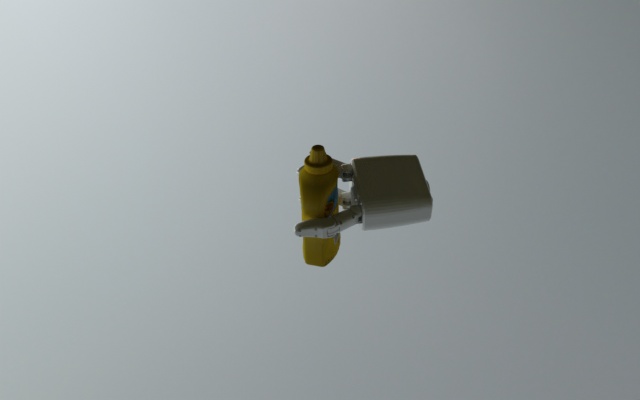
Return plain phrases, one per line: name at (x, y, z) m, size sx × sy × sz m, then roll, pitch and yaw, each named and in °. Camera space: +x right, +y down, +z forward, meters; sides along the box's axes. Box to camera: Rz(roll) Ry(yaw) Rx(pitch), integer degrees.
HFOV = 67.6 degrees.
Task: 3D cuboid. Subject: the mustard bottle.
mustard bottle at (0.000, 0.003, 0.722) m, size 0.058 × 0.192 × 0.096 m, roll 9°, pitch 39°, yaw 14°
